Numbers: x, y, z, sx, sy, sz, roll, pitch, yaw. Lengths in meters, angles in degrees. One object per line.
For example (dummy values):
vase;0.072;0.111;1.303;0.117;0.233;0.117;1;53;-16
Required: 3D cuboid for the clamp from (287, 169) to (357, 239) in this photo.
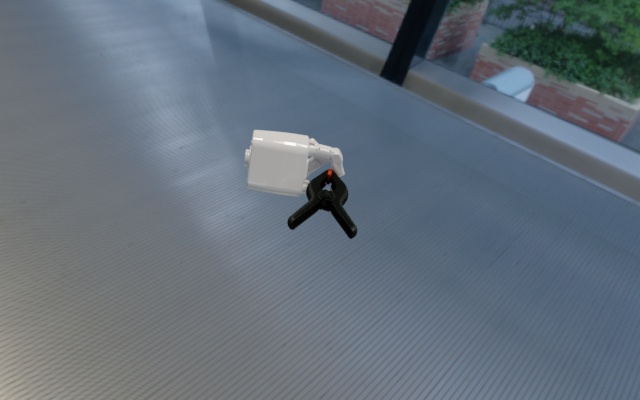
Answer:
clamp;0.000;0.002;0.872;0.120;0.039;0.171;8;38;-10
